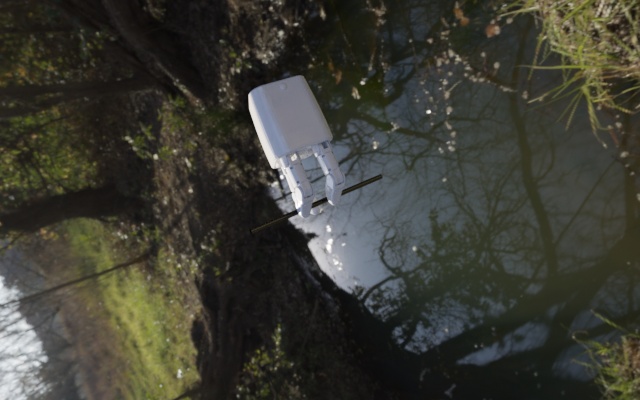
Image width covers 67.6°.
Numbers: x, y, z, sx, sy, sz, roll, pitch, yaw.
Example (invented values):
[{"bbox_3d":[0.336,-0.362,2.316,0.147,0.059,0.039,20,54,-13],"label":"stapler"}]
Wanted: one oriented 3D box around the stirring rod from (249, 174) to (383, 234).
[{"bbox_3d":[0.000,0.002,0.733,0.239,0.011,0.011,-23,10,-26],"label":"stirring rod"}]
